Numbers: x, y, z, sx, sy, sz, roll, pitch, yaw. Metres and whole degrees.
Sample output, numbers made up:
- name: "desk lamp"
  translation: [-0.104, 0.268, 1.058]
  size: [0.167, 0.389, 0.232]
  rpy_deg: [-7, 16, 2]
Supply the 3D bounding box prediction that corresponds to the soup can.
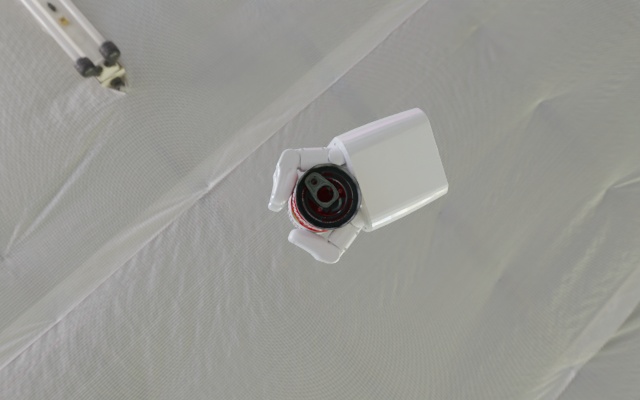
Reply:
- name: "soup can"
  translation: [0.000, 0.002, 0.525]
  size: [0.068, 0.068, 0.102]
  rpy_deg: [0, -7, -9]
